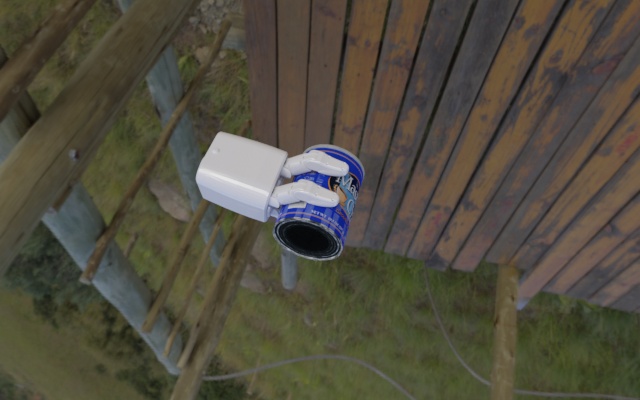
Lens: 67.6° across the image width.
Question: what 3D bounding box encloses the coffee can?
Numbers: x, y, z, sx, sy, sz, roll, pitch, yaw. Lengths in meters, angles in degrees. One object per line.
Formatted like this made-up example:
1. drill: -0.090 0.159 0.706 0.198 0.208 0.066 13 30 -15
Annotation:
1. coffee can: 0.000 0.002 0.705 0.103 0.140 0.103 13 -35 9
